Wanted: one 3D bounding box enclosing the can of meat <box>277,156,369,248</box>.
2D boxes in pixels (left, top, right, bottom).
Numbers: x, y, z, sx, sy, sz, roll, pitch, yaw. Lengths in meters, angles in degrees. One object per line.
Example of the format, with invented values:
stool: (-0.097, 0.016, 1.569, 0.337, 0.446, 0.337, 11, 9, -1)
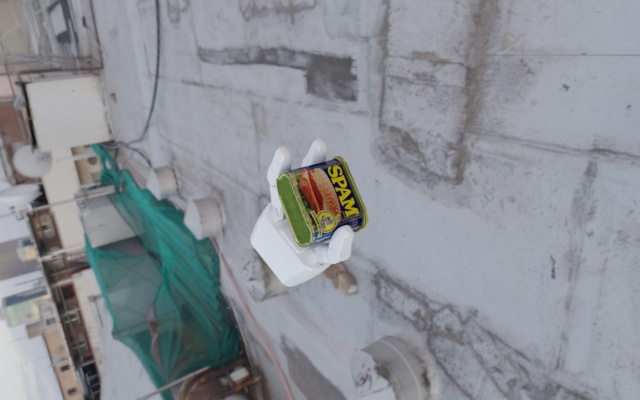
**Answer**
can of meat: (0.000, 0.002, 0.607, 0.084, 0.102, 0.057, -16, -12, -28)
